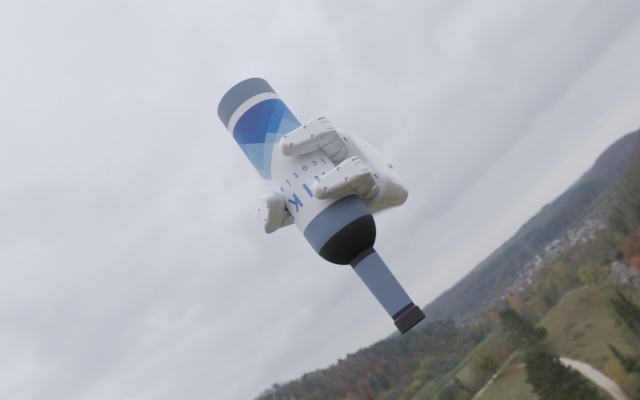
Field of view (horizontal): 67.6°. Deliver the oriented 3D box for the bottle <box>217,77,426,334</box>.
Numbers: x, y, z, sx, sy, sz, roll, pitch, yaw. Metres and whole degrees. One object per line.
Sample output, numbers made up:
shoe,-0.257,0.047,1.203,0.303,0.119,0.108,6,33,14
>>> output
bottle,0.000,0.001,0.476,0.069,0.295,0.069,-33,-19,-13
